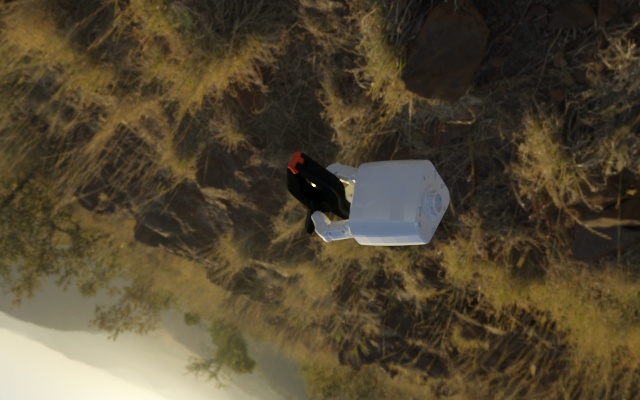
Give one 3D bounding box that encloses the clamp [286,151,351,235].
[{"bbox_3d":[0.000,0.003,0.754,0.164,0.036,0.210,-3,-38,39],"label":"clamp"}]
